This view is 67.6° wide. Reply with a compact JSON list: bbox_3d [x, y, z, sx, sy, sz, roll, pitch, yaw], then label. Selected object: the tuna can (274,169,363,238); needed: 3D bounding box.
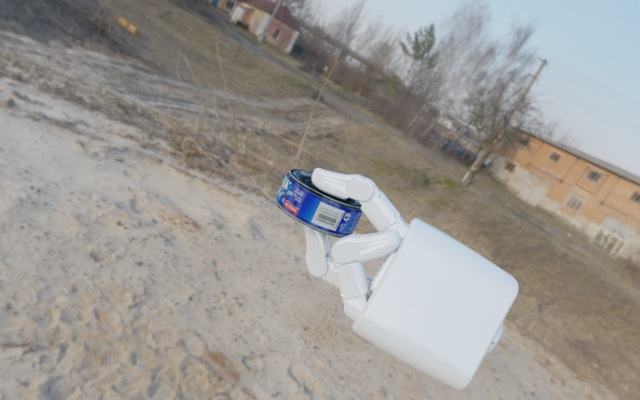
[{"bbox_3d":[0.000,0.001,0.474,0.086,0.034,0.086,24,13,-6],"label":"tuna can"}]
